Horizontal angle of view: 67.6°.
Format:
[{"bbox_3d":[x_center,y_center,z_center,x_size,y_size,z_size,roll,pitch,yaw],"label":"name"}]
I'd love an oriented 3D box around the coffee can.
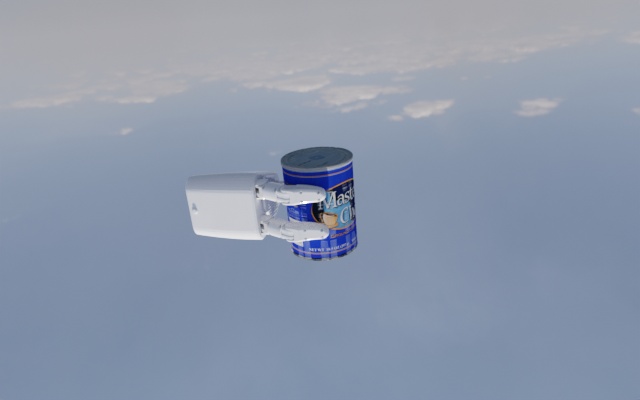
[{"bbox_3d":[0.000,0.002,0.698,0.103,0.140,0.102,-4,22,2],"label":"coffee can"}]
